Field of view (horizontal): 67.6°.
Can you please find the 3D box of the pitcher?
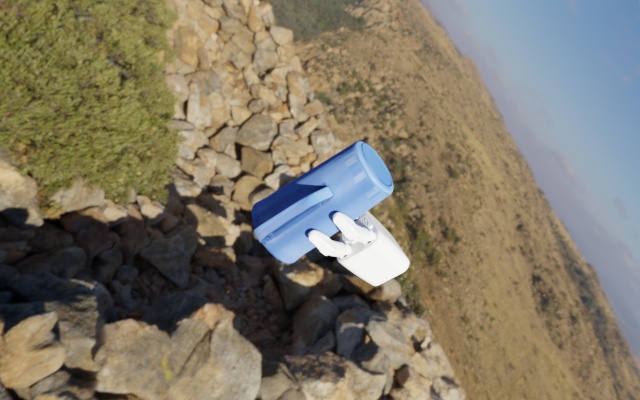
[{"bbox_3d":[0.000,0.003,0.847,0.243,0.149,0.145,-34,-54,23],"label":"pitcher"}]
